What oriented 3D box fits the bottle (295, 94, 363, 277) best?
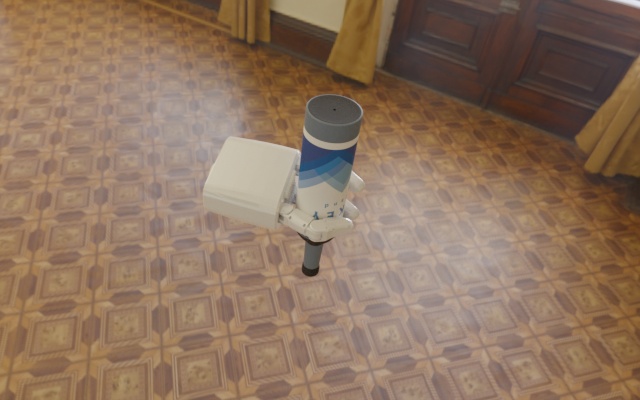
[{"bbox_3d":[0.000,0.002,0.648,0.069,0.296,0.069,5,43,-4],"label":"bottle"}]
